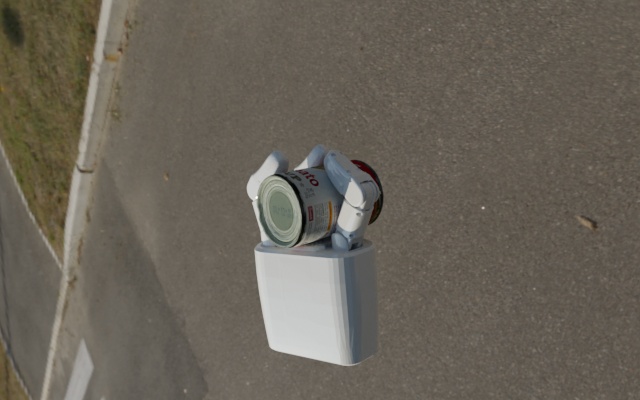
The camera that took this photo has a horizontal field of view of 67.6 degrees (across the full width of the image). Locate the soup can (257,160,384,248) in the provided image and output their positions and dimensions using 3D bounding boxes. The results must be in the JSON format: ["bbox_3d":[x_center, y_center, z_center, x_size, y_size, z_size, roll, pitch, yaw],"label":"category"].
[{"bbox_3d":[0.000,0.001,0.446,0.102,0.068,0.068,-13,9,-41],"label":"soup can"}]
